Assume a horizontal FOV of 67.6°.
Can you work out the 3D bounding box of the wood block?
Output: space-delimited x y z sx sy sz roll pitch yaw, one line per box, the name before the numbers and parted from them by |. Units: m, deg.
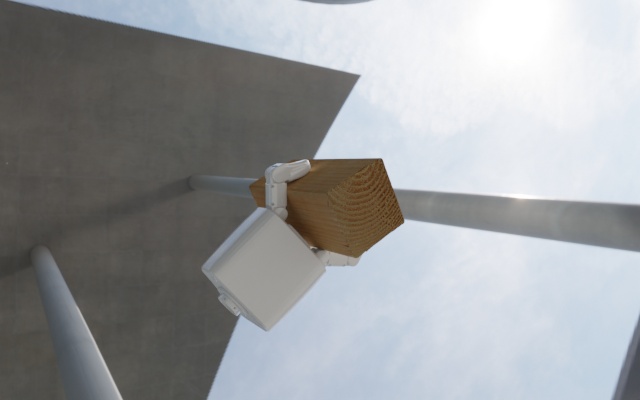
wood block | 0.000 0.002 0.636 0.090 0.091 0.206 -33 21 -27
